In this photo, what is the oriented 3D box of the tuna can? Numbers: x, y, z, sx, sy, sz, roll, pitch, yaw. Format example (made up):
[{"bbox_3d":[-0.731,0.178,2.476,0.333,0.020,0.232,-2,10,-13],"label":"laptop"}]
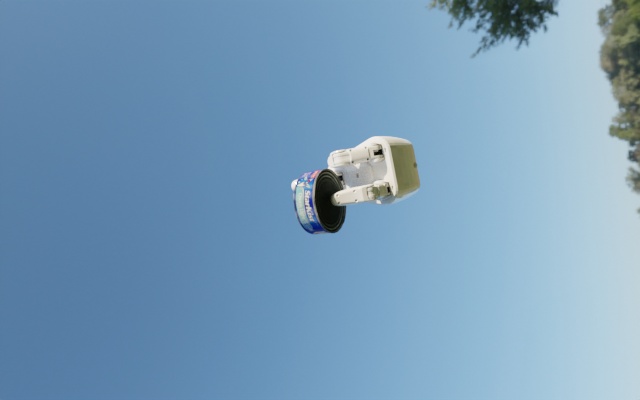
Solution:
[{"bbox_3d":[0.000,0.002,0.635,0.034,0.086,0.086,-7,-4,30],"label":"tuna can"}]
